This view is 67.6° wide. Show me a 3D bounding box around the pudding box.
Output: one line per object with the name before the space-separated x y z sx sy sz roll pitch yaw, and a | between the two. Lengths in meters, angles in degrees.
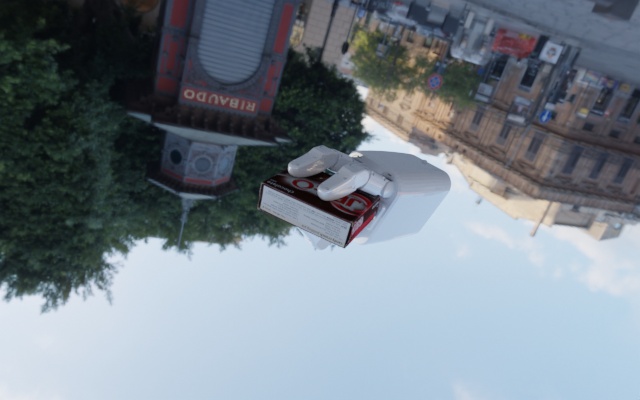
pudding box | 0.000 0.002 0.536 0.113 0.039 0.090 21 25 18
